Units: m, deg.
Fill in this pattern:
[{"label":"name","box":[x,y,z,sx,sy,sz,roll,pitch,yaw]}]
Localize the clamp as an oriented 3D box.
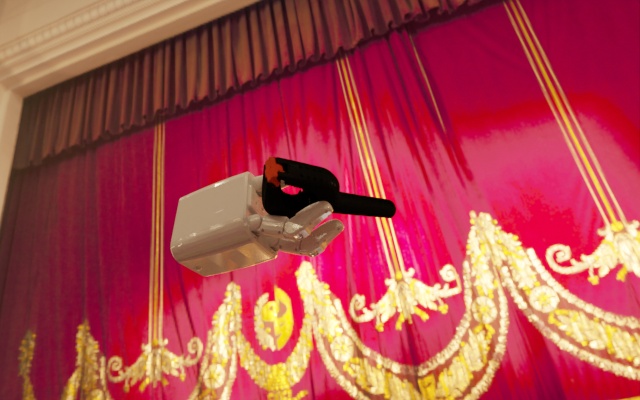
[{"label":"clamp","box":[0.000,0.001,0.590,0.164,0.036,0.210,-19,-30,11]}]
